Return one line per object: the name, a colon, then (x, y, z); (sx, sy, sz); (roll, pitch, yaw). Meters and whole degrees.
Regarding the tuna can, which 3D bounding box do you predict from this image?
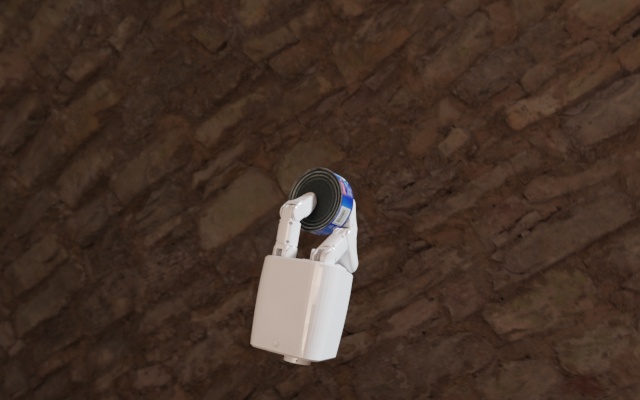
tuna can: (0.000, 0.002, 0.629); (0.086, 0.086, 0.034); (0, -14, 36)
